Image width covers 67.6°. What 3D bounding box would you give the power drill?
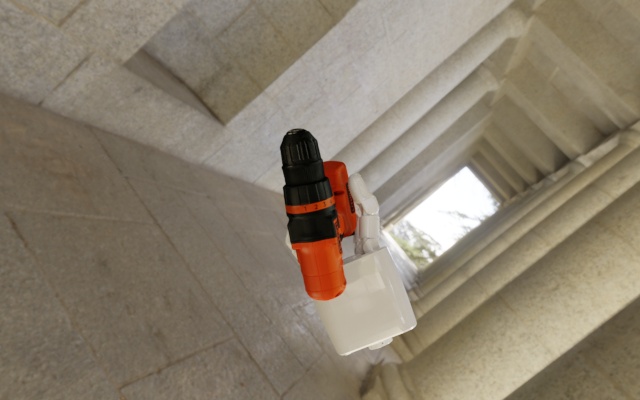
[{"bbox_3d":[0.000,0.002,0.567,0.057,0.184,0.187,-7,11,11],"label":"power drill"}]
